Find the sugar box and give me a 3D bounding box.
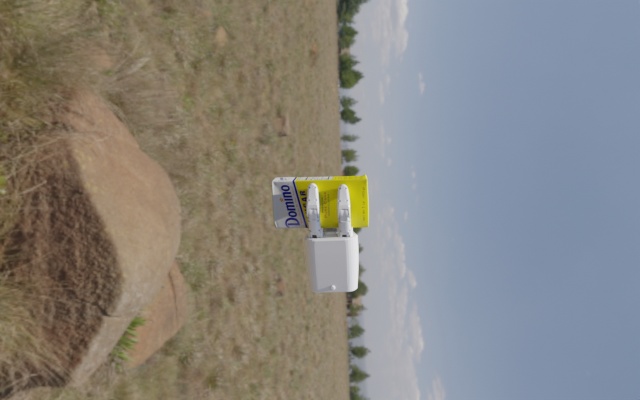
[{"bbox_3d":[0.000,0.003,0.884,0.176,0.093,0.048,-2,13,4],"label":"sugar box"}]
